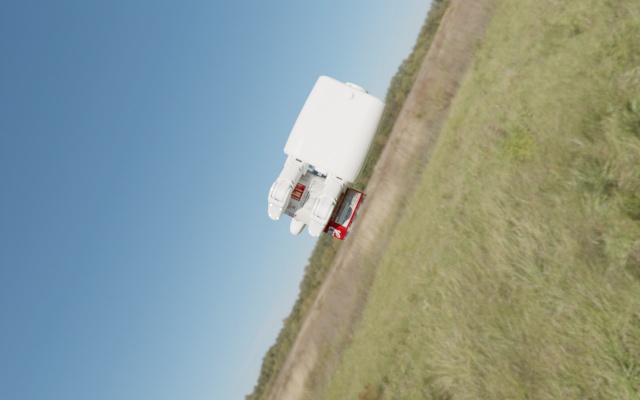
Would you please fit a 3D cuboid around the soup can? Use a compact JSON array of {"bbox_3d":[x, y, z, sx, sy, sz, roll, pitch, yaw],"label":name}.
[{"bbox_3d":[0.000,0.002,0.619,0.102,0.068,0.068,24,2,4],"label":"soup can"}]
